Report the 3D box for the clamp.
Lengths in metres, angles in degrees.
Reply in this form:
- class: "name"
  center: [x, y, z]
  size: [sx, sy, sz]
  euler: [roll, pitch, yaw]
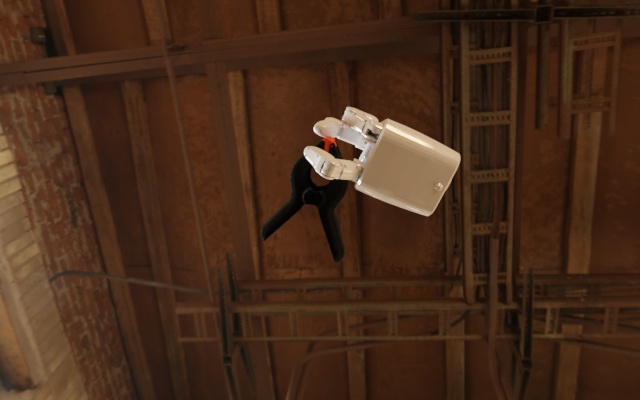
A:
- class: "clamp"
  center: [0.000, 0.002, 0.646]
  size: [0.120, 0.171, 0.039]
  euler: [23, 20, -4]
